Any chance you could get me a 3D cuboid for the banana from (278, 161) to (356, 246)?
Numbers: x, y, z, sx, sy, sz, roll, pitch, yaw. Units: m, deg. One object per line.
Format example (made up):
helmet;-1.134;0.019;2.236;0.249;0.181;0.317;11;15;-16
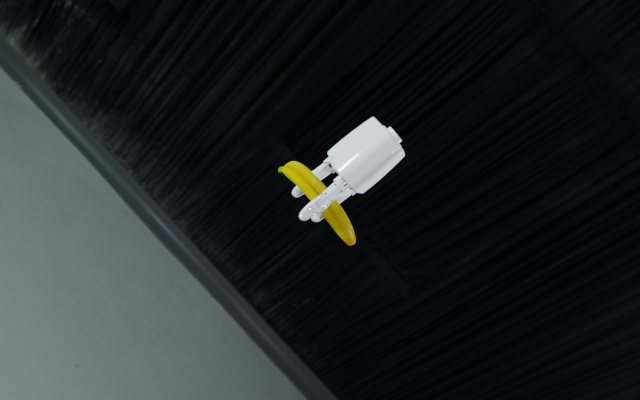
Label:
banana;-0.002;-0.005;0.835;0.037;0.197;0.070;-40;-14;-11
